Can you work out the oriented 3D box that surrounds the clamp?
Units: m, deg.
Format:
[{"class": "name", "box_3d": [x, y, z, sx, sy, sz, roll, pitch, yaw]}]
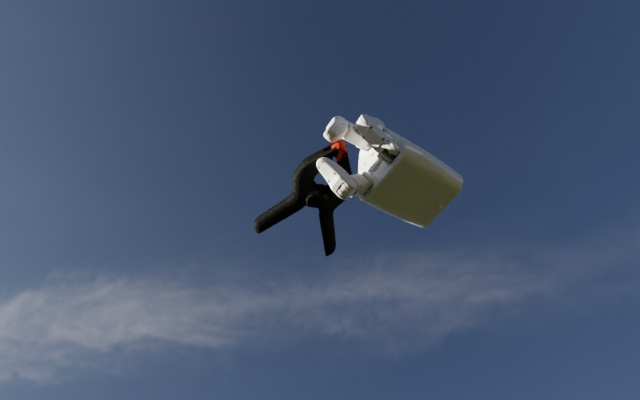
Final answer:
[{"class": "clamp", "box_3d": [0.000, 0.002, 0.642, 0.120, 0.171, 0.039, 25, 29, -24]}]
